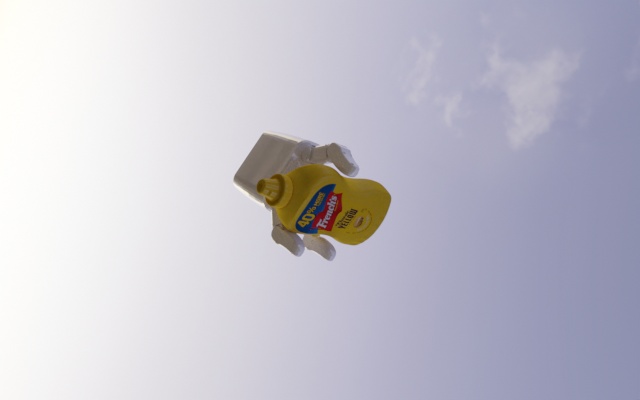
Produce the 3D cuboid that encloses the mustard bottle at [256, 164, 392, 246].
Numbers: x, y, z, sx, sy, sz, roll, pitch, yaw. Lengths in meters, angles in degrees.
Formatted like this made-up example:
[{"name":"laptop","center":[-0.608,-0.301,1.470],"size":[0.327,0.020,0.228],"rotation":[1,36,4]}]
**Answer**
[{"name":"mustard bottle","center":[0.000,0.002,0.617],"size":[0.192,0.096,0.058],"rotation":[16,29,-40]}]
